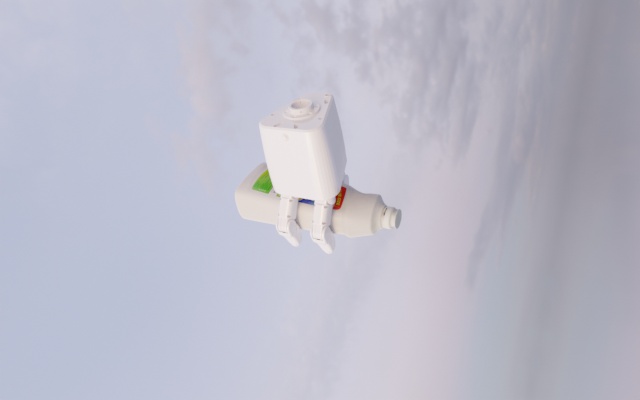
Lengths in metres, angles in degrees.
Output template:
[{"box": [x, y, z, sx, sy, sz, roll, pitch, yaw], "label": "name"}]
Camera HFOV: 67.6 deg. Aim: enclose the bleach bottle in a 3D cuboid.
[{"box": [0.000, 0.002, 0.715, 0.251, 0.068, 0.102, 9, 40, 27], "label": "bleach bottle"}]
